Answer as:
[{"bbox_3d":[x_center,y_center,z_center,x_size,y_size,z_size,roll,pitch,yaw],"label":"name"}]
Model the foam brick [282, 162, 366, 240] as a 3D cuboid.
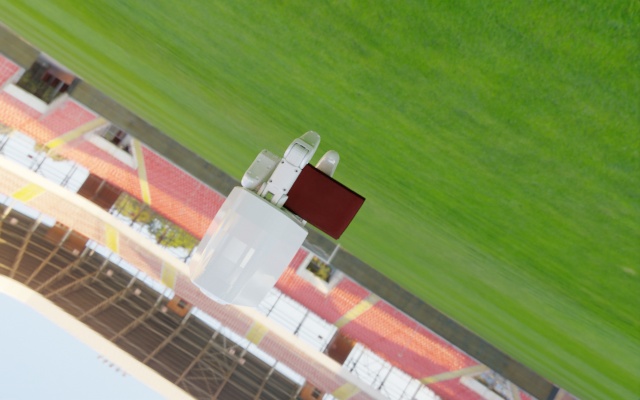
[{"bbox_3d":[0.000,0.002,0.515,0.078,0.051,0.053,32,-7,1],"label":"foam brick"}]
